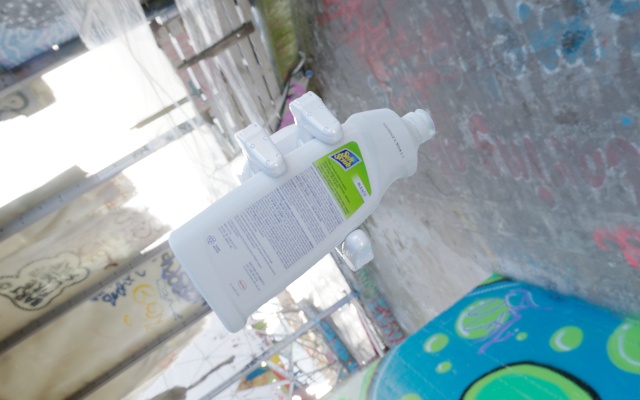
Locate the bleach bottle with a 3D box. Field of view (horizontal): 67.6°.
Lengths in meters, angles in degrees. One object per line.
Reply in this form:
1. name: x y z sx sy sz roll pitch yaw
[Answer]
1. bleach bottle: 0.000 0.001 0.423 0.251 0.102 0.068 -33 15 -12
